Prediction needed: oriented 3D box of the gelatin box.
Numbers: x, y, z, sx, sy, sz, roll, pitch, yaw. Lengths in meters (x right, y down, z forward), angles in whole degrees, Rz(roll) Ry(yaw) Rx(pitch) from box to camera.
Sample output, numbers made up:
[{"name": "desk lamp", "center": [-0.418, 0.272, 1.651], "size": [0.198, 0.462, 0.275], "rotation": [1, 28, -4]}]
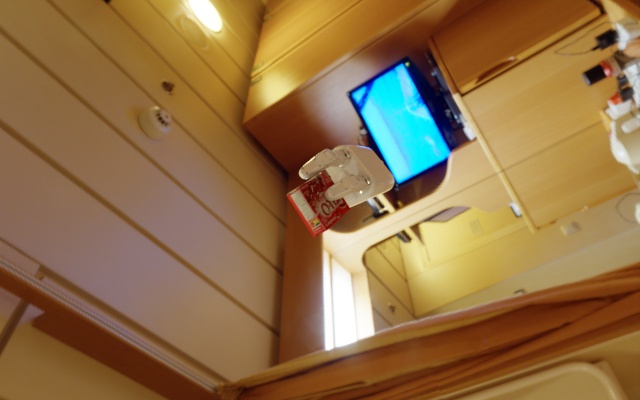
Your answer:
[{"name": "gelatin box", "center": [0.000, 0.003, 0.703], "size": [0.030, 0.073, 0.089], "rotation": [-30, 3, 34]}]
